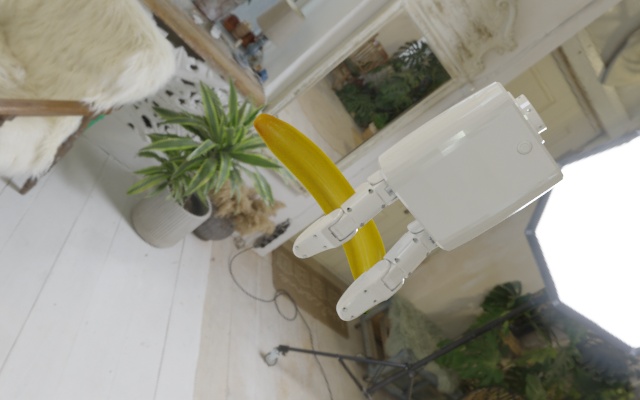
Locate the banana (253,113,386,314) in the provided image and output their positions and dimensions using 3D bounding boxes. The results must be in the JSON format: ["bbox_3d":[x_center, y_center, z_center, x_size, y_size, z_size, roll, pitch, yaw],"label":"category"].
[{"bbox_3d":[0.010,0.001,0.438,0.037,0.198,0.069,-34,-6,26],"label":"banana"}]
